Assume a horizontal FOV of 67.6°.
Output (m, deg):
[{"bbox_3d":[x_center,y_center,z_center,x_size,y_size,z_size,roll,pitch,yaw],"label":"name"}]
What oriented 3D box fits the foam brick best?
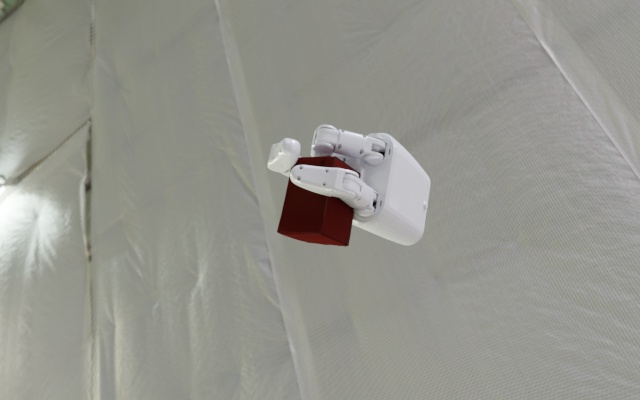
[{"bbox_3d":[0.000,0.002,0.464,0.053,0.078,0.051,2,-17,35],"label":"foam brick"}]
